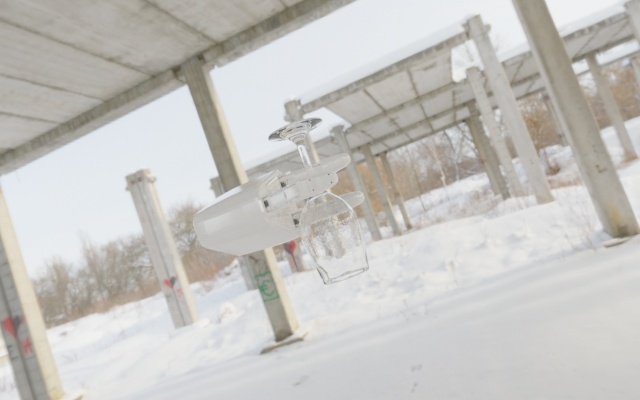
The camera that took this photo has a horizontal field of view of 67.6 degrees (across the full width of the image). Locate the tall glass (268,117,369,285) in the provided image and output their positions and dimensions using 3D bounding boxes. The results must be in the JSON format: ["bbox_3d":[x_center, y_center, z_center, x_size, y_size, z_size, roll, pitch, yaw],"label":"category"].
[{"bbox_3d":[0.000,0.001,0.607,0.079,0.201,0.079,-20,-4,-1],"label":"tall glass"}]
